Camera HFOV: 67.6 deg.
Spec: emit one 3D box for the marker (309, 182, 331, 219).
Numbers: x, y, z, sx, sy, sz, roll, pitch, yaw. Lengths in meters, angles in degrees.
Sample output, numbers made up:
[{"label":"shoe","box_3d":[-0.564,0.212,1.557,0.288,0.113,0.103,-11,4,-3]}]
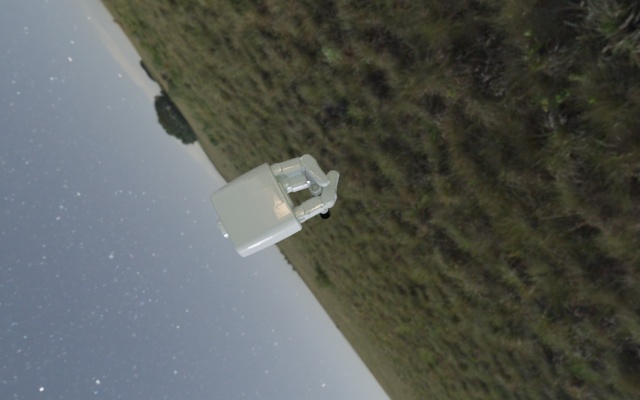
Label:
[{"label":"marker","box_3d":[0.000,0.003,0.787,0.020,0.020,0.121,0,-23,10]}]
